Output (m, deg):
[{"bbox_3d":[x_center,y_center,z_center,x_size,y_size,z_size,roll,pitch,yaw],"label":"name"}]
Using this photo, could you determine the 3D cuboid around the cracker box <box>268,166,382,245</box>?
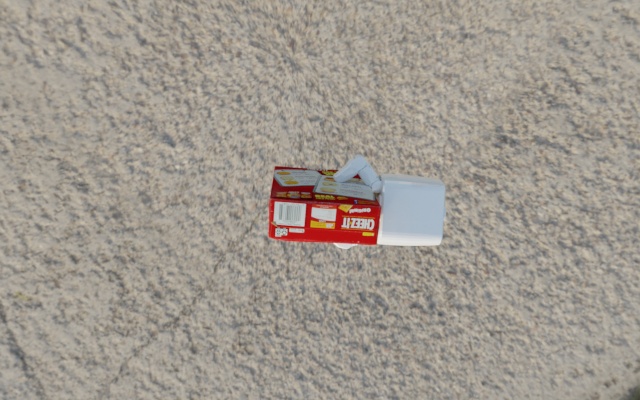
[{"bbox_3d":[0.000,0.002,0.789,0.164,0.072,0.213,4,16,-5],"label":"cracker box"}]
